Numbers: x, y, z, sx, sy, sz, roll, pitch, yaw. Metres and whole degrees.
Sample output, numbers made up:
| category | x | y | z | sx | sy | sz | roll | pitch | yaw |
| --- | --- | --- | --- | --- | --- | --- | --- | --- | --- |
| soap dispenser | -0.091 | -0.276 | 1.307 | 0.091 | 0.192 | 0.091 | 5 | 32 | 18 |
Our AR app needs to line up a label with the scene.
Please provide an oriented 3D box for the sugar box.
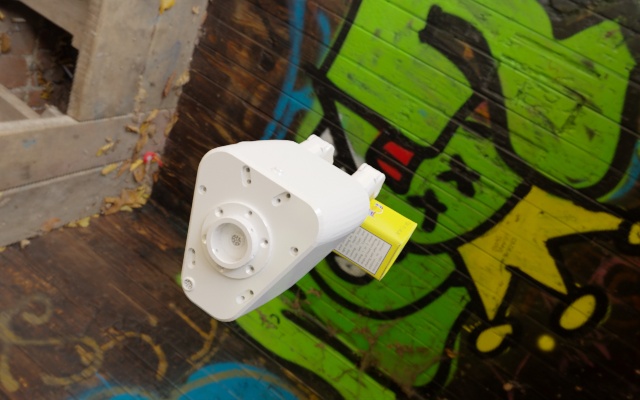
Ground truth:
| category | x | y | z | sx | sy | sz | roll | pitch | yaw |
| --- | --- | --- | --- | --- | --- | --- | --- | --- | --- |
| sugar box | 0.000 | 0.001 | 0.456 | 0.176 | 0.048 | 0.093 | 33 | 17 | 12 |
